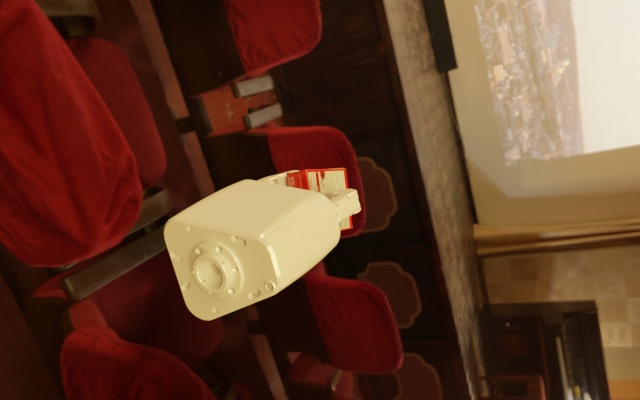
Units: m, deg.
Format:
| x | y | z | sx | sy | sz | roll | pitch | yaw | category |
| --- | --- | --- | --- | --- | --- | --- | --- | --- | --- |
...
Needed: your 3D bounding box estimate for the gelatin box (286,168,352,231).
| x | y | z | sx | sy | sz | roll | pitch | yaw | category |
| --- | --- | --- | --- | --- | --- | --- | --- | --- | --- |
| 0.001 | 0.002 | 0.542 | 0.030 | 0.073 | 0.089 | -7 | 1 | 33 | gelatin box |
